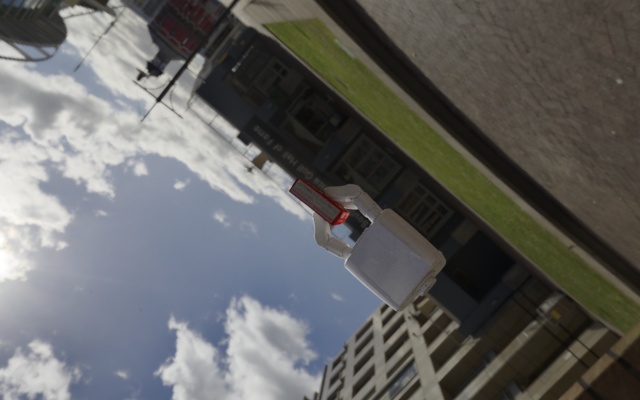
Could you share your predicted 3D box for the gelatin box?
[{"bbox_3d":[0.000,0.003,0.750,0.089,0.030,0.073,37,5,11],"label":"gelatin box"}]
